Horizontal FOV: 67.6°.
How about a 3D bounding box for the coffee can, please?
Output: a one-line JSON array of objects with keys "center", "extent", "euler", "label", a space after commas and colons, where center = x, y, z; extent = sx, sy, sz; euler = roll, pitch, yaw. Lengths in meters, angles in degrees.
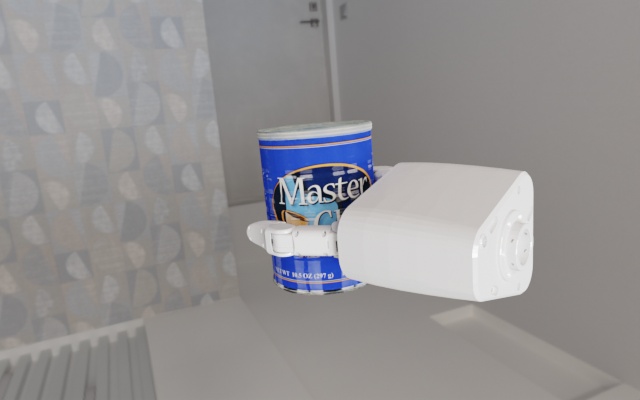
[{"center": [0.000, 0.001, 0.439], "extent": [0.103, 0.140, 0.102], "euler": [-5, 12, 1], "label": "coffee can"}]
